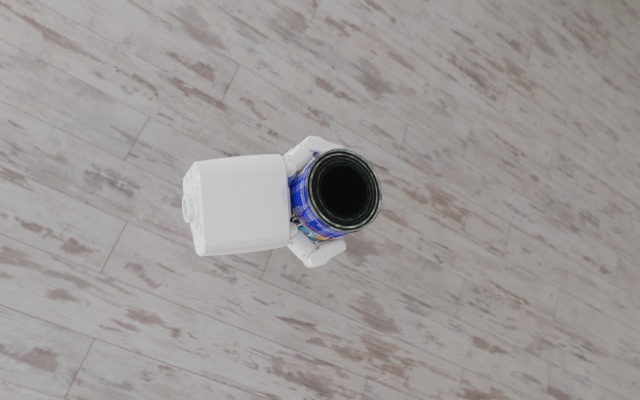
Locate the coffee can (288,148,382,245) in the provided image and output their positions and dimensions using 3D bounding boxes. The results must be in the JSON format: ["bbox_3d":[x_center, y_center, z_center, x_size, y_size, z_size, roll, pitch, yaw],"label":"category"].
[{"bbox_3d":[0.000,0.002,0.622,0.103,0.102,0.140,0,-12,-26],"label":"coffee can"}]
